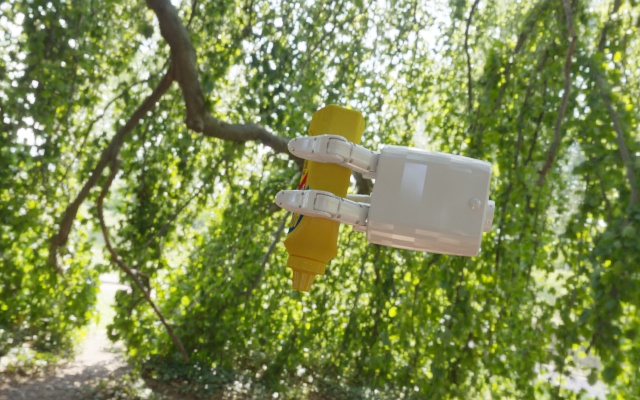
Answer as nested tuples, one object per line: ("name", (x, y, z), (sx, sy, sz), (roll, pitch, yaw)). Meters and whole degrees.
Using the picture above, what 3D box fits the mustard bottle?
("mustard bottle", (0.000, 0.001, 0.511), (0.058, 0.191, 0.096), (14, -10, -10))
